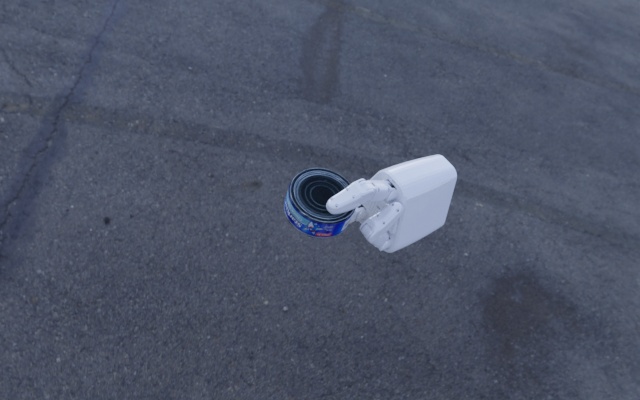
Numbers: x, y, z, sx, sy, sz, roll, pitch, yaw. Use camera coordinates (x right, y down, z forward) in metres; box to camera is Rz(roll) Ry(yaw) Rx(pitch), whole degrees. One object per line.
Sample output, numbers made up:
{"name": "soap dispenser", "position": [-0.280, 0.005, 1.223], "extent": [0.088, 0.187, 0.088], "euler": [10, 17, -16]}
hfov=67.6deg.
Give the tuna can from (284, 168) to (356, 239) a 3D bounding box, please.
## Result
{"name": "tuna can", "position": [0.000, 0.002, 0.580], "extent": [0.086, 0.086, 0.034], "euler": [0, -37, -17]}
